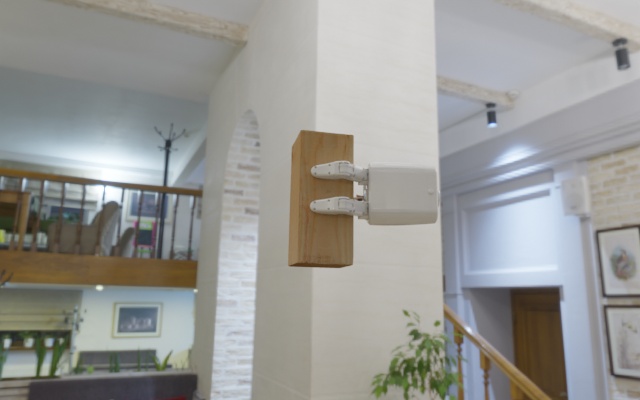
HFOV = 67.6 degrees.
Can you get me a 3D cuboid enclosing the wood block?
[{"bbox_3d":[0.000,0.002,0.771,0.090,0.206,0.091,4,-12,-11],"label":"wood block"}]
